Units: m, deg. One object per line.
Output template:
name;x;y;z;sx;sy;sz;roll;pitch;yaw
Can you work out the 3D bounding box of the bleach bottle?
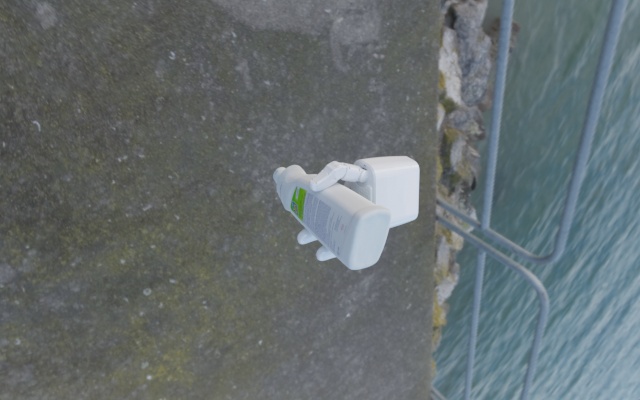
bleach bottle;0.000;0.003;0.755;0.068;0.103;0.250;-8;31;-36
